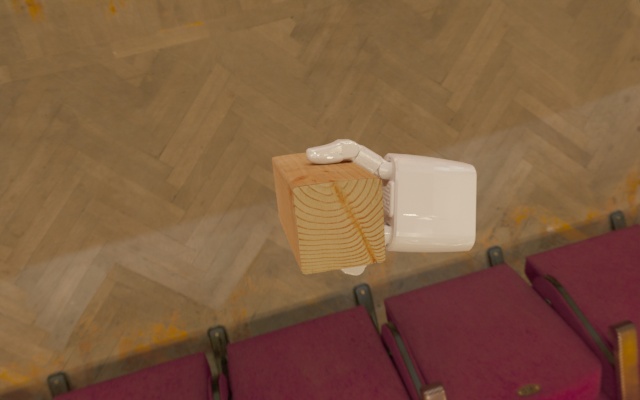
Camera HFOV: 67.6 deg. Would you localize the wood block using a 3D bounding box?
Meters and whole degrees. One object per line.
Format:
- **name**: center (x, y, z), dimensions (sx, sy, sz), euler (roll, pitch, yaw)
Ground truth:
- **wood block**: center (0.000, 0.002, 0.563), dimensions (0.090, 0.091, 0.206), euler (-7, 14, -10)
